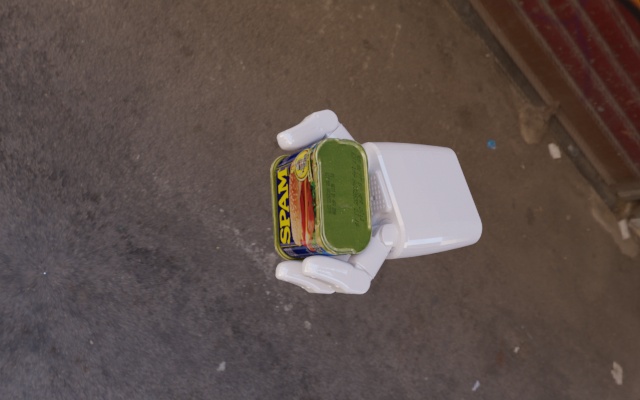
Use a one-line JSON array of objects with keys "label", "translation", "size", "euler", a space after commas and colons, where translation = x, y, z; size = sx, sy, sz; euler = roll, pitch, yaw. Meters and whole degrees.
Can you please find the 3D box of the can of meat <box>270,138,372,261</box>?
[{"label": "can of meat", "translation": [0.000, 0.001, 0.423], "size": [0.057, 0.102, 0.084], "euler": [0, -8, -30]}]
